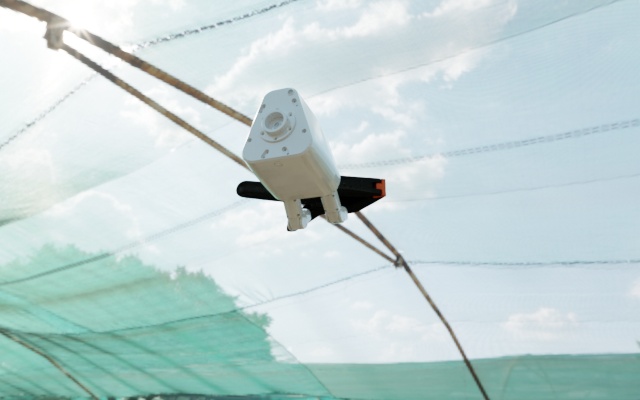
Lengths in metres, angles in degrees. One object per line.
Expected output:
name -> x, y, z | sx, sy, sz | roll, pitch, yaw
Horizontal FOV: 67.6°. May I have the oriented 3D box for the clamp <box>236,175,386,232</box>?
clamp -> 0.001, 0.001, 0.728 | 0.210, 0.036, 0.165 | -7, -26, 17
